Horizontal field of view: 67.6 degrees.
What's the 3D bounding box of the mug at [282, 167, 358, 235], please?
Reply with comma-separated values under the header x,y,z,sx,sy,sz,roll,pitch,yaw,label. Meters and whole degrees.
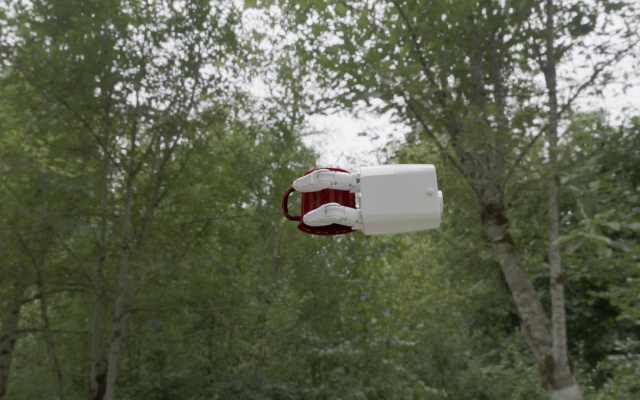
x,y,z,sx,sy,sz,roll,pitch,yaw,label
-0.001,0.002,0.718,0.117,0.081,0.093,-3,-19,6,mug
